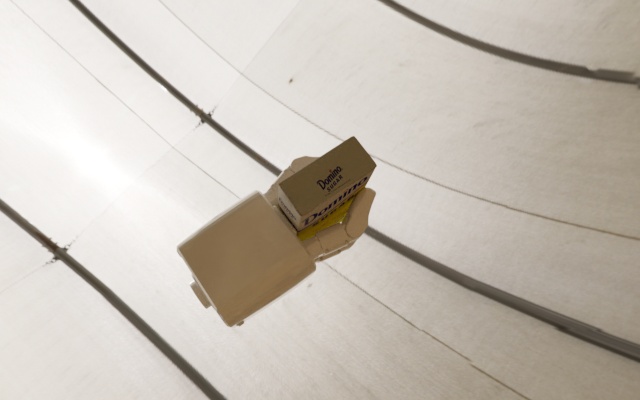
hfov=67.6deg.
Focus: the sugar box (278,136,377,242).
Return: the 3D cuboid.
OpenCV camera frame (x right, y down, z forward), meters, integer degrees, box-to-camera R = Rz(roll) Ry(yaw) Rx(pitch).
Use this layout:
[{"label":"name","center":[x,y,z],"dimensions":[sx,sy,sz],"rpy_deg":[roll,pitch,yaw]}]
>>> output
[{"label":"sugar box","center":[0.000,0.002,0.532],"dimensions":[0.093,0.048,0.176],"rpy_deg":[-34,-9,-14]}]
